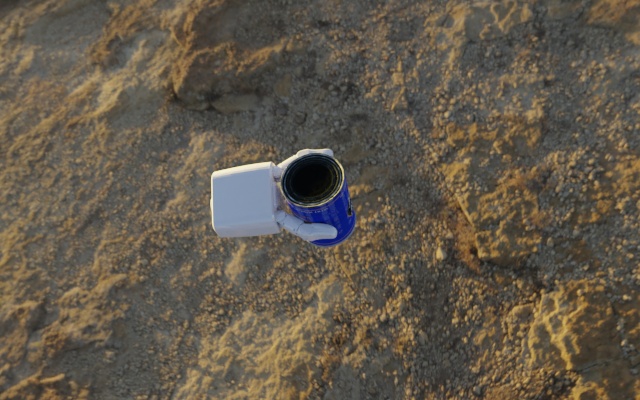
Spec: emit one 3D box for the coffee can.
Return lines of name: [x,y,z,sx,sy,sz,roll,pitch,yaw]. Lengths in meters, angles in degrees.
coffee can: [0.000,0.003,0.796,0.103,0.102,0.140,0,-31,13]
